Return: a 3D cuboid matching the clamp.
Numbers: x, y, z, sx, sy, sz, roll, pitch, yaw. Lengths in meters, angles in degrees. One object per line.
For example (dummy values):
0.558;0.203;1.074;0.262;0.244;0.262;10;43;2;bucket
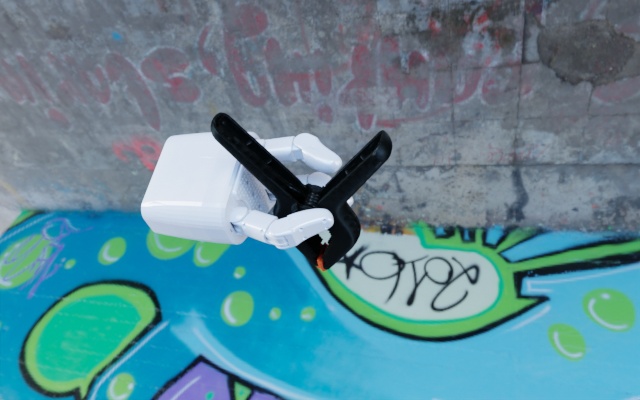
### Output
0.000;0.002;0.468;0.164;0.036;0.210;5;-40;24;clamp
